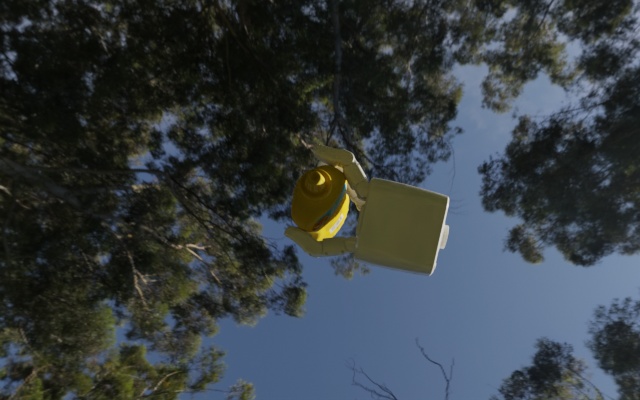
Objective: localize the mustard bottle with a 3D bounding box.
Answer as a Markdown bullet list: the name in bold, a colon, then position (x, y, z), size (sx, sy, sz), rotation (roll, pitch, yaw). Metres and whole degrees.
- **mustard bottle**: position (0.000, 0.002, 0.673), size (0.058, 0.096, 0.192), rotation (36, -12, 14)
